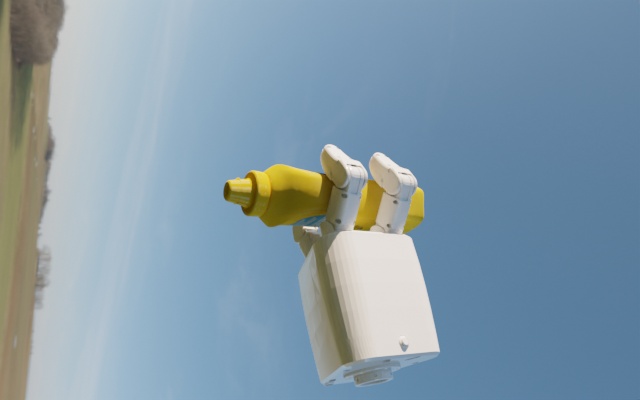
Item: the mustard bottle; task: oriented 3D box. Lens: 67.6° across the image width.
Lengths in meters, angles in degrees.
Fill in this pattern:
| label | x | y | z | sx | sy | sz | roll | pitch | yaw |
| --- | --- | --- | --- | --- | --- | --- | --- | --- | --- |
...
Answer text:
| label | x | y | z | sx | sy | sz | roll | pitch | yaw |
| --- | --- | --- | --- | --- | --- | --- | --- | --- | --- |
| mustard bottle | 0.000 | 0.001 | 0.463 | 0.191 | 0.058 | 0.096 | 6 | -8 | -31 |
